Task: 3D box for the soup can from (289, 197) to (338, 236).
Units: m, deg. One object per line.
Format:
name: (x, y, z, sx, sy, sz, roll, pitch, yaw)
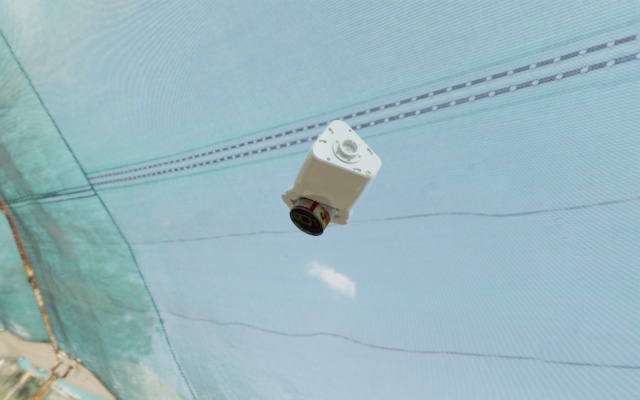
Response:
soup can: (0.000, 0.003, 0.837, 0.068, 0.068, 0.102, 0, 43, 42)
